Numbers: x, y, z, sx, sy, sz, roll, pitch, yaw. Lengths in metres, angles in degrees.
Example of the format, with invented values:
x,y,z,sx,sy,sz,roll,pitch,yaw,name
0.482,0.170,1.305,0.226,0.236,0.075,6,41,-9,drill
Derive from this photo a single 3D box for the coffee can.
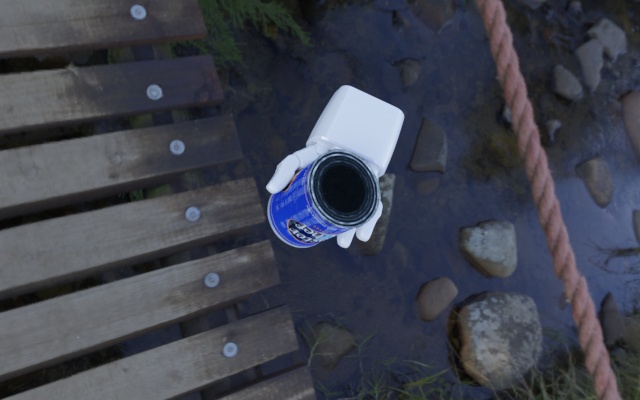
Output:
x,y,z,sx,sy,sz,roll,pitch,yaw,name
0.000,0.002,0.647,0.103,0.102,0.140,0,-14,-27,coffee can
